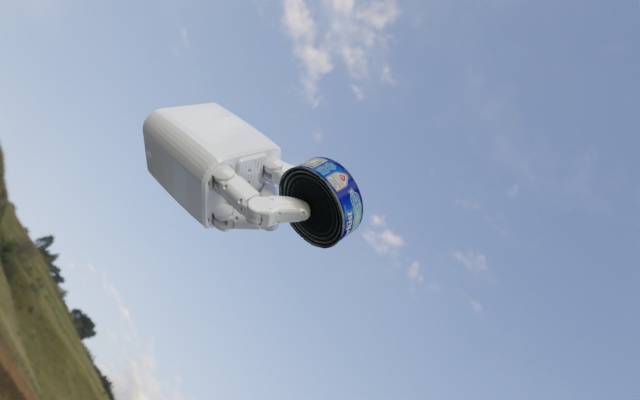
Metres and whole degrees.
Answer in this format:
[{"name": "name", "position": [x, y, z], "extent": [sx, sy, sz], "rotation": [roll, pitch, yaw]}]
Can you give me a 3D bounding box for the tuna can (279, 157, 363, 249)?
[{"name": "tuna can", "position": [0.001, 0.001, 0.468], "extent": [0.033, 0.086, 0.086], "rotation": [-30, 20, -38]}]
